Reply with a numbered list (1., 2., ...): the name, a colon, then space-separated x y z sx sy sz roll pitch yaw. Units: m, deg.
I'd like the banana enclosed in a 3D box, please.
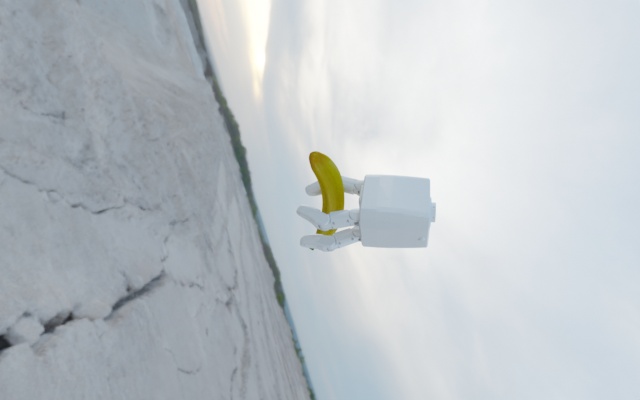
1. banana: 0.011 -0.004 0.771 0.037 0.198 0.069 24 44 28
